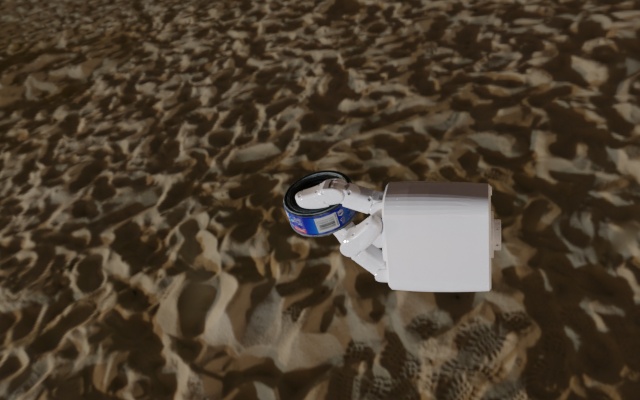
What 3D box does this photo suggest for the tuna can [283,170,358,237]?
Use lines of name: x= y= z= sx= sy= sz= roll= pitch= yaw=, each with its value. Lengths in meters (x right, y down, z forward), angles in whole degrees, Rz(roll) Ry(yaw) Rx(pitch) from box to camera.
tuna can: x=0.000 y=0.001 z=0.564 sx=0.086 sy=0.034 sz=0.086 roll=-12 pitch=37 yaw=10
